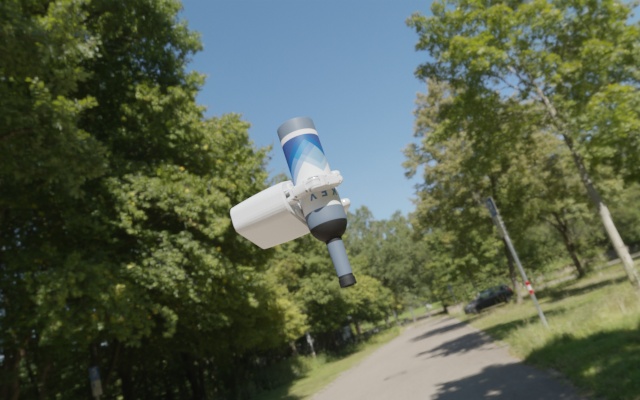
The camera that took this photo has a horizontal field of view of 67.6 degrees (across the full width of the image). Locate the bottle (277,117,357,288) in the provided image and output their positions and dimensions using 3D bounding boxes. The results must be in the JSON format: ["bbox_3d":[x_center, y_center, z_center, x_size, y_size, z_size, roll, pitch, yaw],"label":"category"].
[{"bbox_3d":[0.000,0.002,0.803,0.069,0.295,0.069,-17,-17,-5],"label":"bottle"}]
